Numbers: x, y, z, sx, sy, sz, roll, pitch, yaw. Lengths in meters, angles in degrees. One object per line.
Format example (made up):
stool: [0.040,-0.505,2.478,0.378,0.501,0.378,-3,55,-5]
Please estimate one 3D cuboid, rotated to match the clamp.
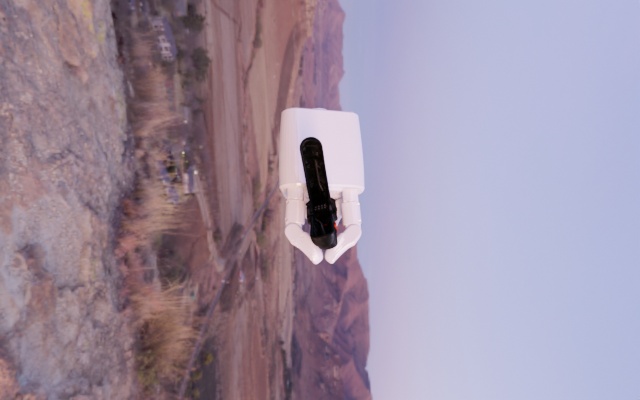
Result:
clamp: [0.001,0.002,0.559,0.039,0.120,0.171,-2,-11,1]
